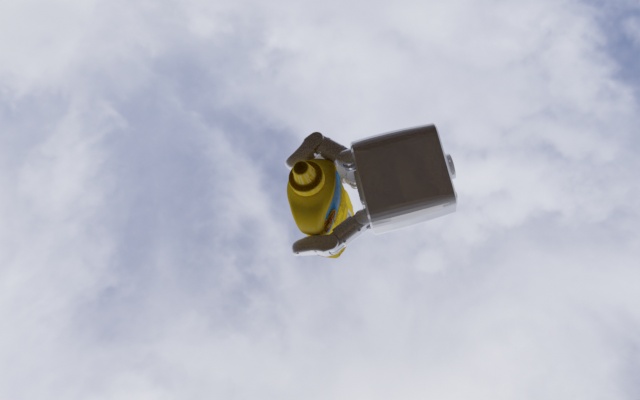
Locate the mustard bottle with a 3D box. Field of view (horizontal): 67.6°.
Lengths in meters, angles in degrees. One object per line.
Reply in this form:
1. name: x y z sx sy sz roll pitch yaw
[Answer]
1. mustard bottle: 0.000 0.002 0.605 0.058 0.096 0.192 8 -21 17
